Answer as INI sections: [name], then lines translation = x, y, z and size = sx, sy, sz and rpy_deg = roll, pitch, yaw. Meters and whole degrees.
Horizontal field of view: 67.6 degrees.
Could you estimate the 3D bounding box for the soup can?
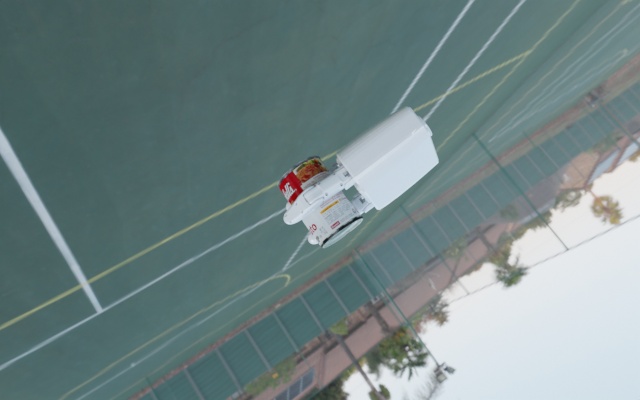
[soup can]
translation = 0.000, 0.003, 0.622
size = 0.068, 0.102, 0.068
rpy_deg = -34, -12, -8
